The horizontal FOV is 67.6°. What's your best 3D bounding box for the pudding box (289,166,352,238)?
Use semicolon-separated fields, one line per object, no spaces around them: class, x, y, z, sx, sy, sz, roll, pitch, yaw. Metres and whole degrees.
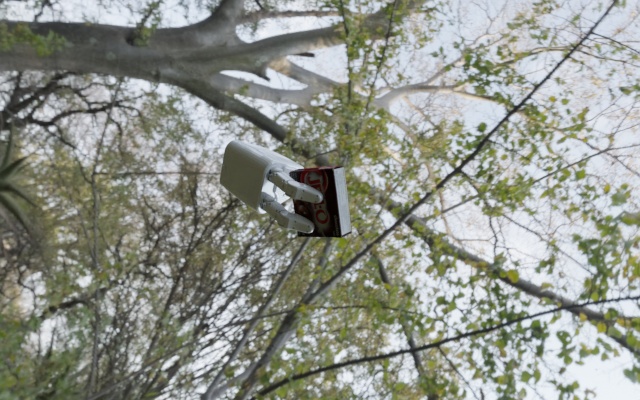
pudding box;0.000;0.002;0.774;0.090;0.113;0.039;-2;11;38
